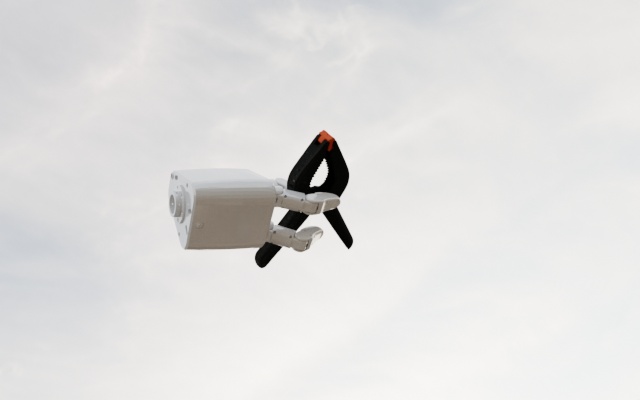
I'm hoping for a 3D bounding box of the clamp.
[{"bbox_3d":[0.000,0.001,0.683,0.164,0.210,0.036,-3,32,-34],"label":"clamp"}]
